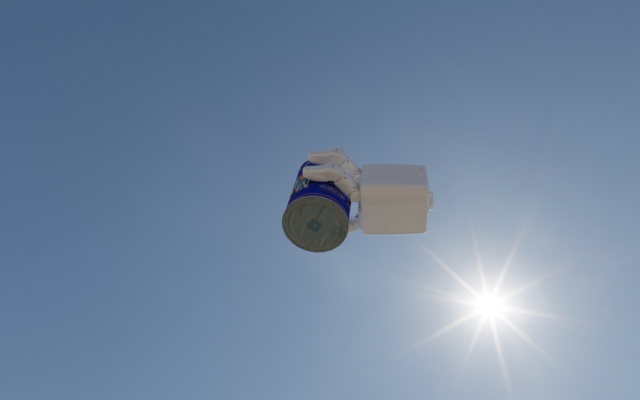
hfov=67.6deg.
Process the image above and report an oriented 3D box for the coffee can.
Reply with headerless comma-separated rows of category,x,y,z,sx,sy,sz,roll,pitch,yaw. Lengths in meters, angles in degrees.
coffee can,0.000,0.003,0.783,0.103,0.103,0.140,0,32,8
